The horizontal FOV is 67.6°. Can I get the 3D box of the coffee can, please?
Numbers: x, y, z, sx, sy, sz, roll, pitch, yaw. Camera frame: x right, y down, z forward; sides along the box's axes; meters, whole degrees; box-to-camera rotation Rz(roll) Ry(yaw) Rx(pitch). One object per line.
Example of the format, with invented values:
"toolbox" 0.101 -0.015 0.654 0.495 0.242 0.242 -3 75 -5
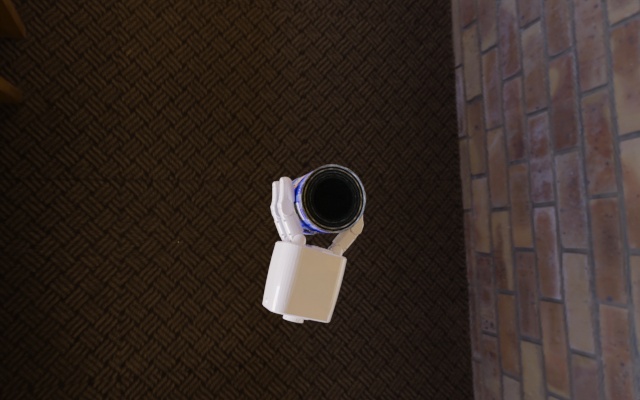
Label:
"coffee can" 0.000 0.002 0.770 0.103 0.103 0.140 0 -5 -17
